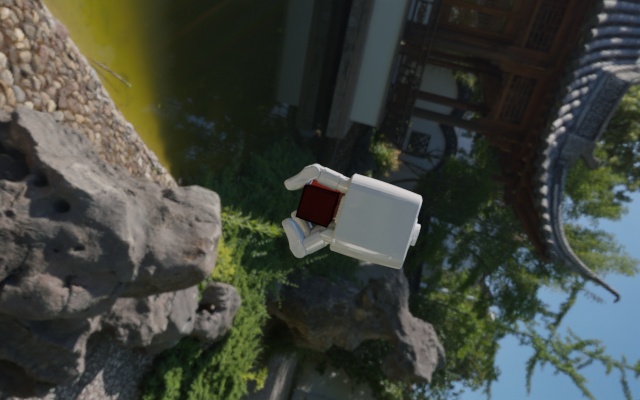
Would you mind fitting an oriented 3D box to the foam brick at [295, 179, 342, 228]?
[{"bbox_3d":[0.000,0.002,0.729,0.051,0.053,0.078,18,14,7],"label":"foam brick"}]
